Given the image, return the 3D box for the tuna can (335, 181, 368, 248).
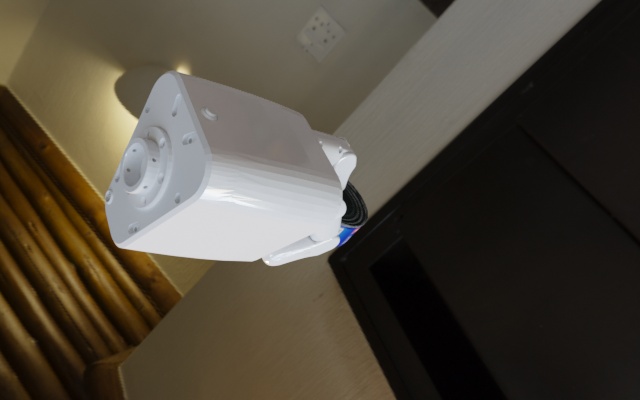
[{"bbox_3d":[0.000,0.002,0.439,0.086,0.086,0.034,0,-42,-52],"label":"tuna can"}]
